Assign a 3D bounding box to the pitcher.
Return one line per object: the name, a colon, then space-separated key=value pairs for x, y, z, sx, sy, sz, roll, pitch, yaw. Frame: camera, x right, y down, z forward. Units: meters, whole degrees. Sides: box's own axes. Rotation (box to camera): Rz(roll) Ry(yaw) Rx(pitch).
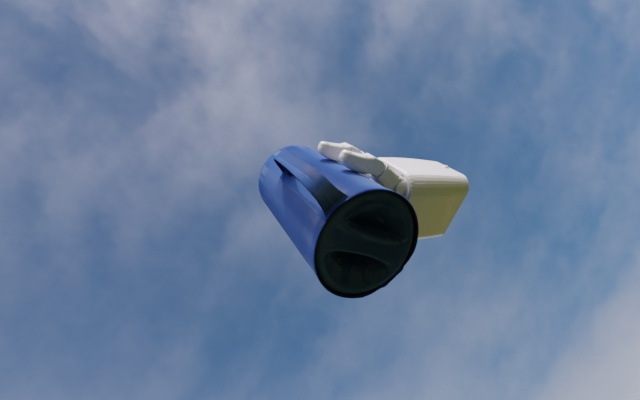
pitcher: x=0.000 y=0.002 z=0.615 sx=0.145 sy=0.149 sz=0.242 roll=-3 pitch=22 yaw=-26
